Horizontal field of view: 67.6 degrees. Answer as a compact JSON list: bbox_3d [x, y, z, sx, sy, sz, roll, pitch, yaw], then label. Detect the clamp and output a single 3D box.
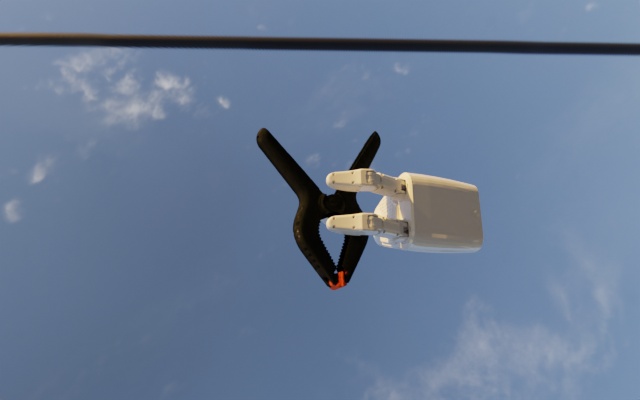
[{"bbox_3d":[0.000,0.003,0.585,0.164,0.210,0.036,5,-19,-15],"label":"clamp"}]
